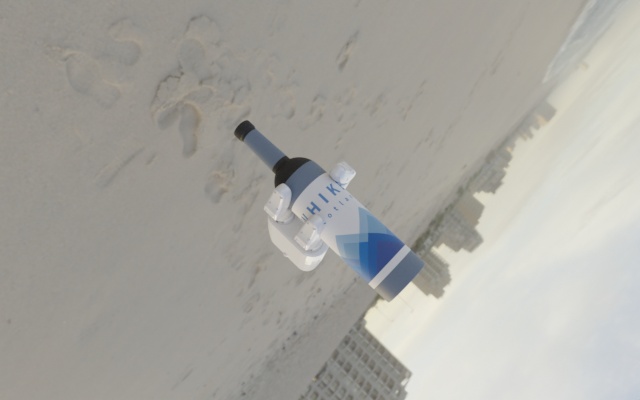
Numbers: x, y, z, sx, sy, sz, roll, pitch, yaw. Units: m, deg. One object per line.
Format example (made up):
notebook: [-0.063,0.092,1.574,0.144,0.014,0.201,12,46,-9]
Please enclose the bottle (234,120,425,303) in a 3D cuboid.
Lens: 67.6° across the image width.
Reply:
bottle: [0.000,0.002,0.609,0.295,0.069,0.069,43,10,11]
